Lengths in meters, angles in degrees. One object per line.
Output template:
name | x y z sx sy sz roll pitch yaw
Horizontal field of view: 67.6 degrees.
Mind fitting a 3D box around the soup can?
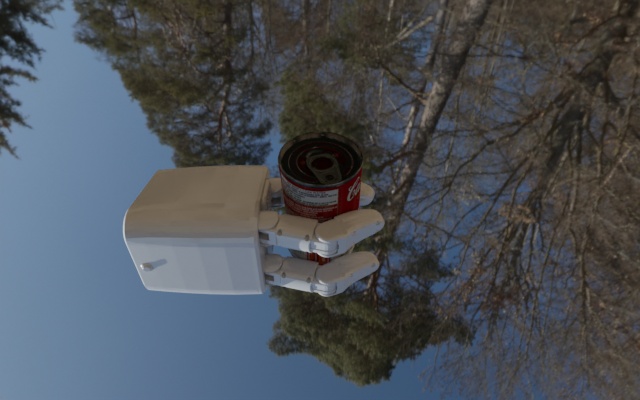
soup can | 0.001 0.001 0.415 0.068 0.102 0.068 0 44 0
